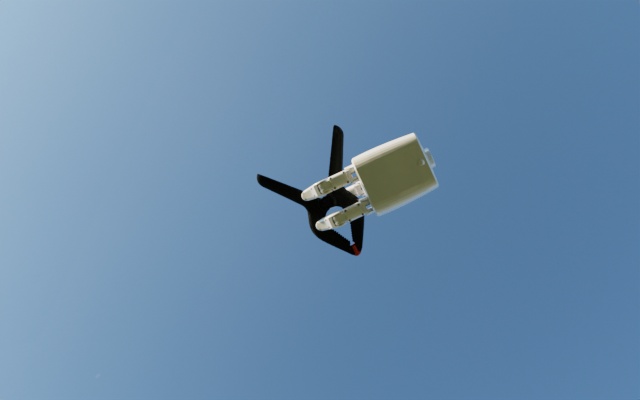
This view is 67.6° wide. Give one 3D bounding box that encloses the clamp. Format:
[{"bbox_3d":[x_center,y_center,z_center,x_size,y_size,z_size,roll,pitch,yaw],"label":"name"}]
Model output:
[{"bbox_3d":[0.001,0.003,0.793,0.164,0.210,0.036,-25,1,9],"label":"clamp"}]
